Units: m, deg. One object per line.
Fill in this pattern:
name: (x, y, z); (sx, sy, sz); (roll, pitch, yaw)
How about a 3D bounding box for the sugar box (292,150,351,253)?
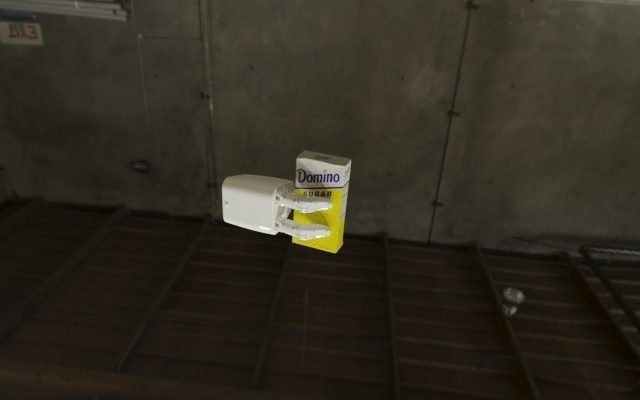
sugar box: (0.000, 0.003, 0.878); (0.093, 0.176, 0.048); (12, 28, 17)
